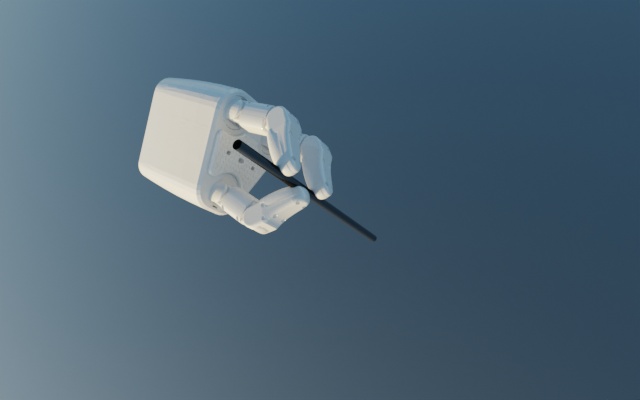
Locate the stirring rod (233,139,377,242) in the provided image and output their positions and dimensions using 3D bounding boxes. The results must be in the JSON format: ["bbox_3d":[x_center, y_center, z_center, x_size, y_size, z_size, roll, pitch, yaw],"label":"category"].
[{"bbox_3d":[0.000,0.001,0.430,0.011,0.011,0.240,0,-20,31],"label":"stirring rod"}]
